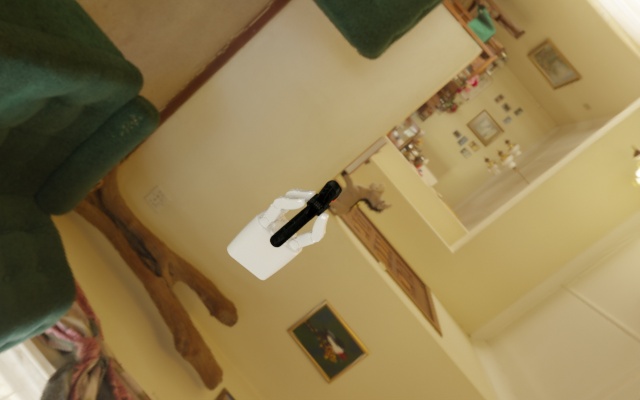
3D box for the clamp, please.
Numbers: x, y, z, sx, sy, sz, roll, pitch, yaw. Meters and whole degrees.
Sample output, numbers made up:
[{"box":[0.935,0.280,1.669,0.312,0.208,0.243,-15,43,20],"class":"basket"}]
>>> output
[{"box":[0.001,0.004,0.898,0.164,0.036,0.210,-43,-2,26],"class":"clamp"}]
